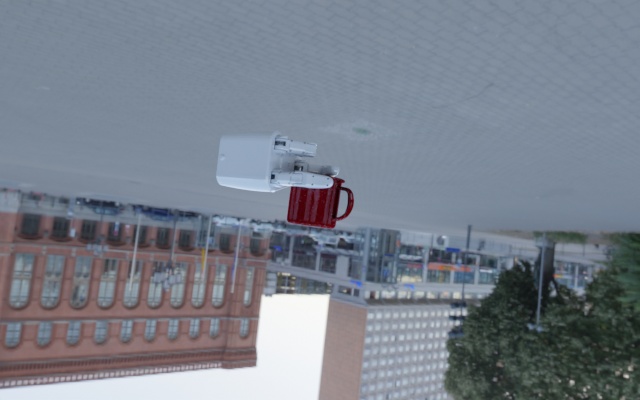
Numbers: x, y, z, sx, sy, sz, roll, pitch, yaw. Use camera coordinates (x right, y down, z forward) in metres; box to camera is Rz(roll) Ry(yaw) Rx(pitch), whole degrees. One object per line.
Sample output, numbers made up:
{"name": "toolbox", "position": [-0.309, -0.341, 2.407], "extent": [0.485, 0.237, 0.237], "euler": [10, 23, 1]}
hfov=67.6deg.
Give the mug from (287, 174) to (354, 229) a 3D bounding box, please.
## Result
{"name": "mug", "position": [0.001, 0.003, 0.779], "extent": [0.117, 0.081, 0.093], "euler": [6, -4, 27]}
